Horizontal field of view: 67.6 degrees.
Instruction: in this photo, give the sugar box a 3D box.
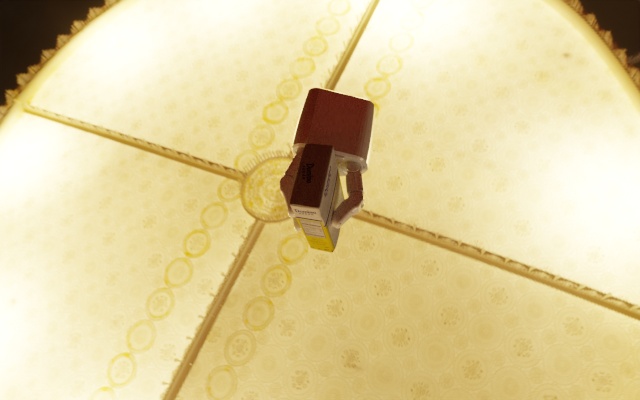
[{"bbox_3d":[0.000,0.002,0.681,0.048,0.093,0.176,7,-23,14],"label":"sugar box"}]
